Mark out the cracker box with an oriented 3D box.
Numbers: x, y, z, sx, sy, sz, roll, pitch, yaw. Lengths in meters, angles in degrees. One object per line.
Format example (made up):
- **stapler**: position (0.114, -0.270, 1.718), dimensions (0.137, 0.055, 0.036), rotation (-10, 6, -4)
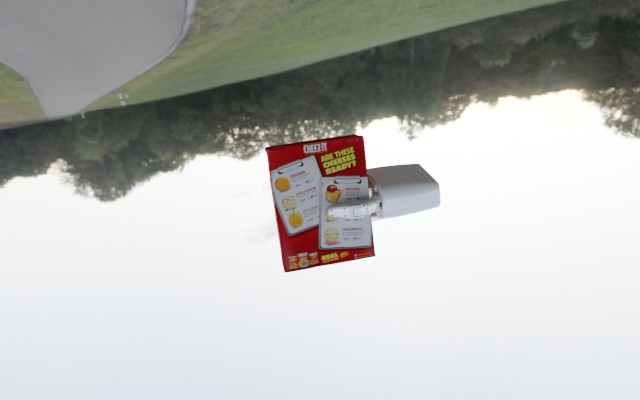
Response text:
- **cracker box**: position (0.000, 0.003, 0.825), dimensions (0.164, 0.214, 0.072), rotation (-9, 12, -9)
